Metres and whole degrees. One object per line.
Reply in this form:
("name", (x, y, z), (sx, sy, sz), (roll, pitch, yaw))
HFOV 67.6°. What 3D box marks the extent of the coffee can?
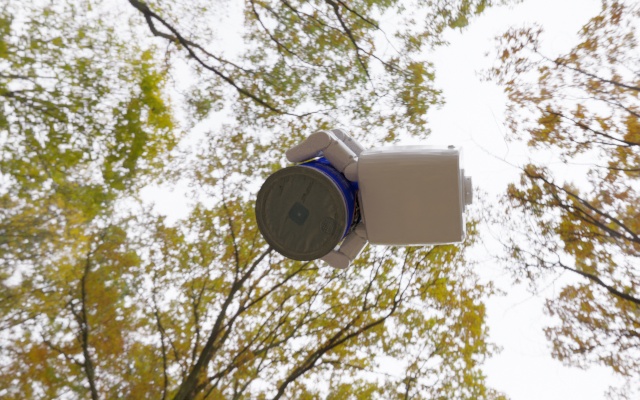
("coffee can", (0.000, 0.002, 0.562), (0.103, 0.103, 0.140), (0, 11, 20))
